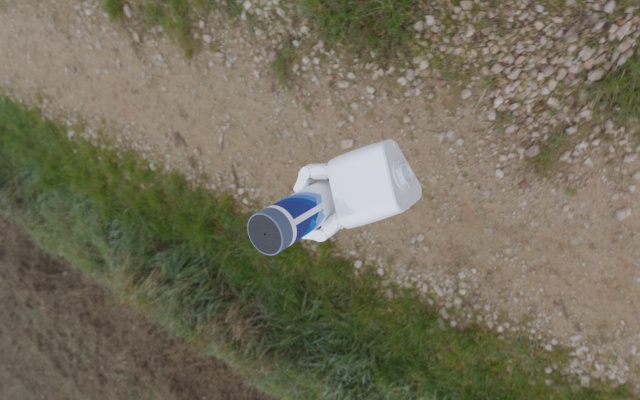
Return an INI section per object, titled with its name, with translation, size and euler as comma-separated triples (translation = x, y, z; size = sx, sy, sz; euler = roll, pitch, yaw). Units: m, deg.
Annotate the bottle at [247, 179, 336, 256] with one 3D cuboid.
[bottle]
translation = 0.000, 0.003, 0.800
size = 0.069, 0.069, 0.295
euler = 0, 18, 35
